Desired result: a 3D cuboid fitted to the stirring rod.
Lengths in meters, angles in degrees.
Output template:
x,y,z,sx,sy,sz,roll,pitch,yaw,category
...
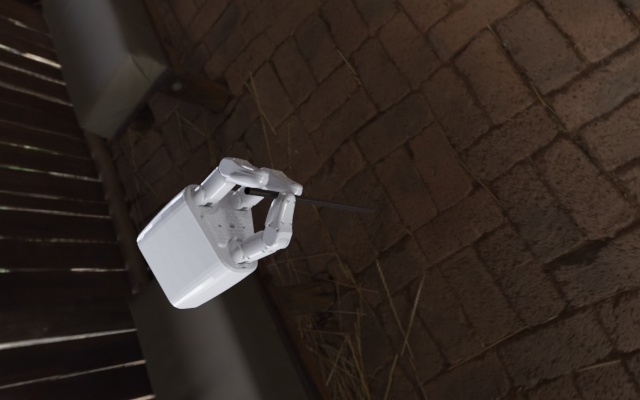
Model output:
x,y,z,sx,sy,sz,roll,pitch,yaw,category
0.000,0.002,0.555,0.011,0.011,0.239,0,-5,36,stirring rod
